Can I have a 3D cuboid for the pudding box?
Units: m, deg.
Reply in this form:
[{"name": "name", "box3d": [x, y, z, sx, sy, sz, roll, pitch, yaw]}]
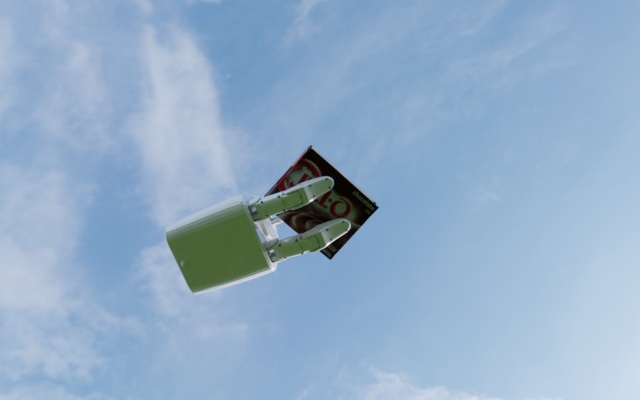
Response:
[{"name": "pudding box", "box3d": [0.000, 0.002, 0.584, 0.113, 0.090, 0.039, 40, 11, -10]}]
